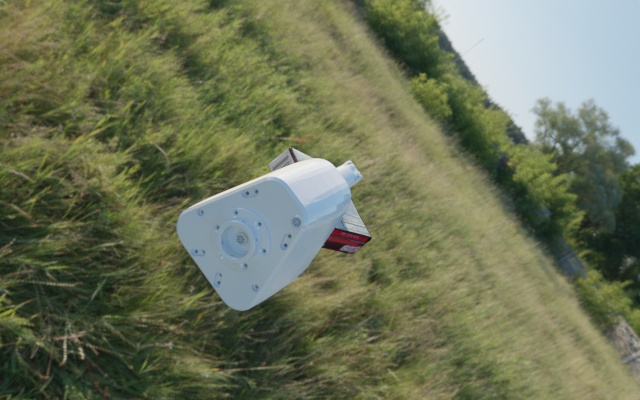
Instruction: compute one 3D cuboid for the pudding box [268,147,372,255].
[{"bbox_3d":[0.000,0.002,0.534,0.039,0.113,0.090,-38,-32,23],"label":"pudding box"}]
